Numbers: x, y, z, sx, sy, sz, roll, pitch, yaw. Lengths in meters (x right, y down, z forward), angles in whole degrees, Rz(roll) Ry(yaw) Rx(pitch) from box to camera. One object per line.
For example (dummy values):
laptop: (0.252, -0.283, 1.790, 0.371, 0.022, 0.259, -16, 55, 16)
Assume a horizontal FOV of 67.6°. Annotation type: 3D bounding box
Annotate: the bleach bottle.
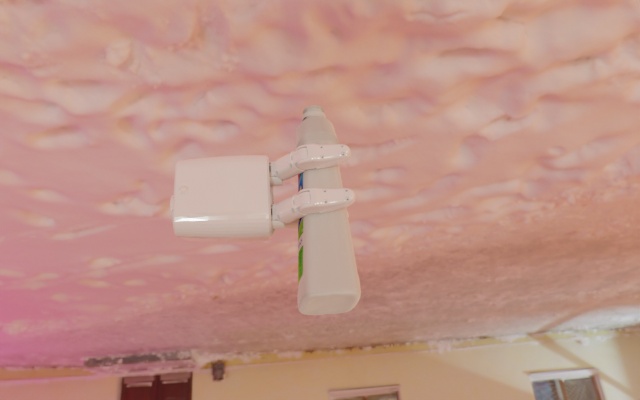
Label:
bleach bottle: (0.000, 0.002, 0.575, 0.068, 0.250, 0.103, -2, -25, -7)
